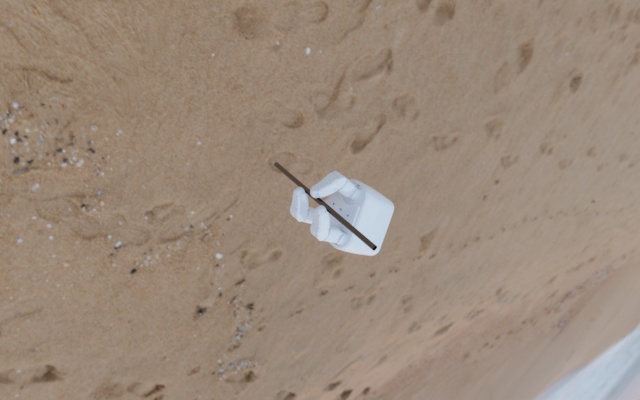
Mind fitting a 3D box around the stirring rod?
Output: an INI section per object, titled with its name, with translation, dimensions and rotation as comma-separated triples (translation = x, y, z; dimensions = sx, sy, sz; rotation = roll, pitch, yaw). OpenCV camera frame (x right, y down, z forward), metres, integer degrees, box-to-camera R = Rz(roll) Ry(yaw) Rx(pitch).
[stirring rod]
translation = 0.000, 0.002, 0.716
dimensions = 0.011, 0.011, 0.239
rotation = 0, 31, -46
